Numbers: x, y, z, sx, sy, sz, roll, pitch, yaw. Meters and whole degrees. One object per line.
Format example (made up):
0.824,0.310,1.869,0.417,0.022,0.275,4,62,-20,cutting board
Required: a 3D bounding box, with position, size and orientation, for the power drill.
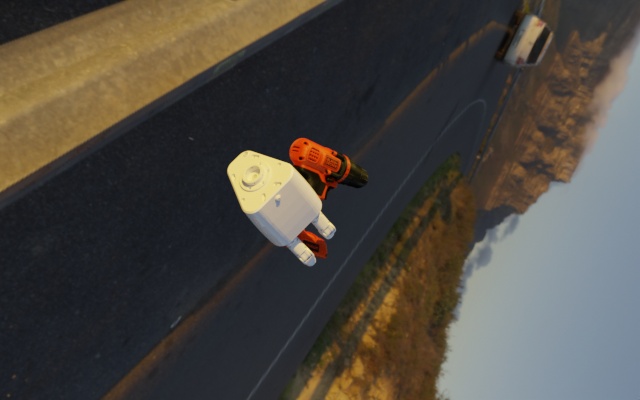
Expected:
0.000,0.003,0.839,0.184,0.187,0.057,21,-6,-42,power drill
